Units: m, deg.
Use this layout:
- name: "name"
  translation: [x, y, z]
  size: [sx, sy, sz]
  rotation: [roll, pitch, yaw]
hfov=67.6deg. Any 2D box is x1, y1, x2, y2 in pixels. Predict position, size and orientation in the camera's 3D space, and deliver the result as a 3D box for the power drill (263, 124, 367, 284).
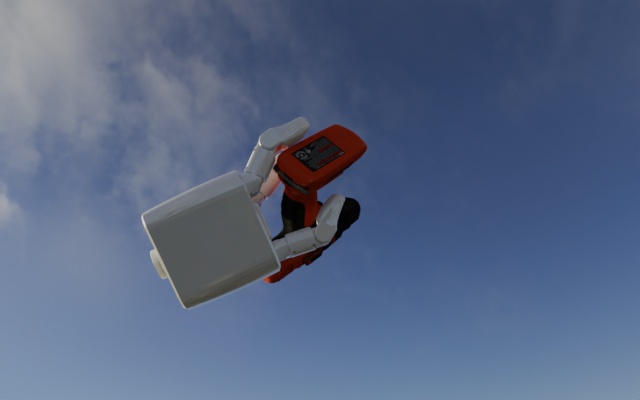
- name: "power drill"
  translation: [0.000, 0.002, 0.587]
  size: [0.057, 0.188, 0.184]
  rotation: [37, 50, 23]
